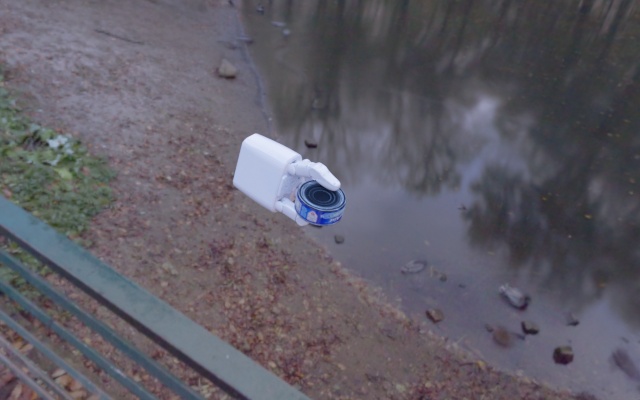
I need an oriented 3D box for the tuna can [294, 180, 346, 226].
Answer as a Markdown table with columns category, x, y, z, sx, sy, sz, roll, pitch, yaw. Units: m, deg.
| category | x | y | z | sx | sy | sz | roll | pitch | yaw |
| --- | --- | --- | --- | --- | --- | --- | --- | --- | --- |
| tuna can | 0.000 | 0.002 | 0.811 | 0.086 | 0.034 | 0.086 | 9 | 38 | -7 |
